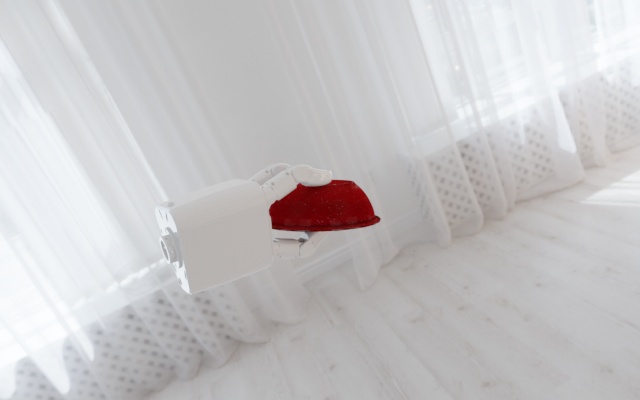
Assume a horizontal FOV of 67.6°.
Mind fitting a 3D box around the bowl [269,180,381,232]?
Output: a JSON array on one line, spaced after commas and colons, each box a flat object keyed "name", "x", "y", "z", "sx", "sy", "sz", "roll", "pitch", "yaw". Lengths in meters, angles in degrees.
[{"name": "bowl", "x": 0.001, "y": 0.002, "z": 0.647, "sx": 0.162, "sy": 0.055, "sz": 0.162, "roll": -1, "pitch": 6, "yaw": 0}]
